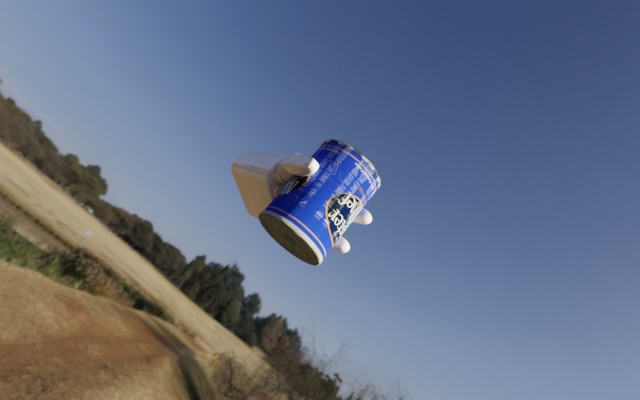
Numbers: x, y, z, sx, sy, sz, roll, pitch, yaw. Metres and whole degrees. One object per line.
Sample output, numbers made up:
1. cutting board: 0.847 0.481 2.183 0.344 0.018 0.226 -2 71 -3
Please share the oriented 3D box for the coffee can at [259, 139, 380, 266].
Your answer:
1. coffee can: 0.000 0.002 0.647 0.103 0.140 0.103 34 -21 15
